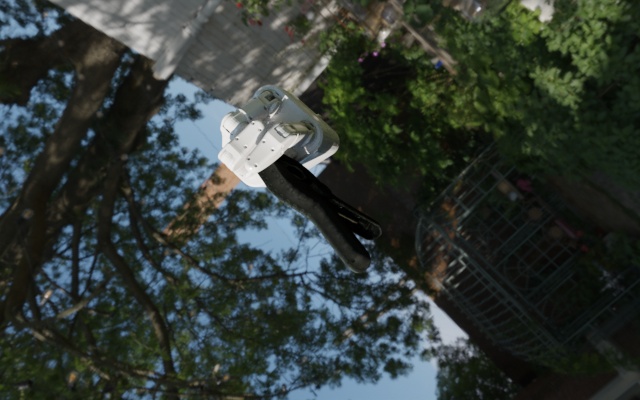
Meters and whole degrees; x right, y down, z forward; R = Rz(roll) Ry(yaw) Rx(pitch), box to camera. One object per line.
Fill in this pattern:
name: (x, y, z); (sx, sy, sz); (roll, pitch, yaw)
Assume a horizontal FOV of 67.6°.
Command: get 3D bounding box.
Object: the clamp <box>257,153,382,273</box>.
clamp: (0.000, 0.002, 0.518); (0.171, 0.039, 0.120); (45, 13, 9)
